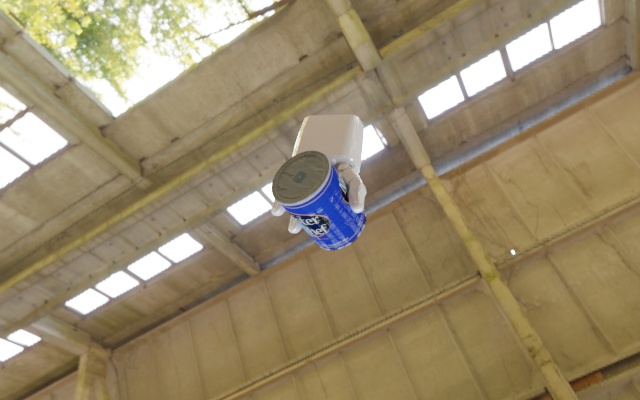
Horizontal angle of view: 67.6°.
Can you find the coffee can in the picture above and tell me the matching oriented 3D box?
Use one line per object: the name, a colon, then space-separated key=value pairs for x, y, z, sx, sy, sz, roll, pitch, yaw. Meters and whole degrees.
coffee can: x=0.000 y=0.003 z=0.776 sx=0.103 sy=0.102 sz=0.140 roll=0 pitch=-35 yaw=35
